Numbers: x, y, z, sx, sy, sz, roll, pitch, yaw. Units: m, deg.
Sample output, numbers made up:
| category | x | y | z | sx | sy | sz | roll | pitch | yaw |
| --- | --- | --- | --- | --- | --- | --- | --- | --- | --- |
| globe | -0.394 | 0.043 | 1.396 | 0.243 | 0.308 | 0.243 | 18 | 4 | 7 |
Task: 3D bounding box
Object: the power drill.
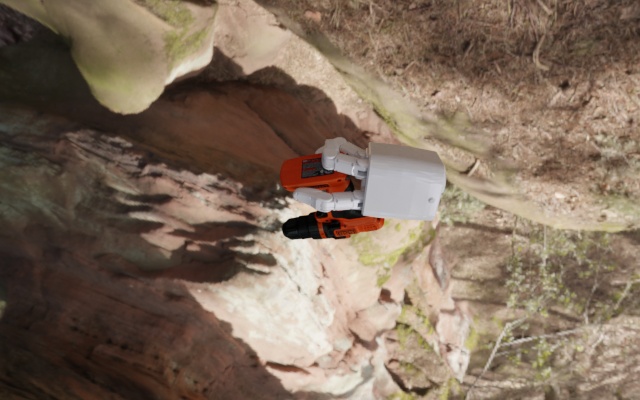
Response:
| category | x | y | z | sx | sy | sz | roll | pitch | yaw |
| --- | --- | --- | --- | --- | --- | --- | --- | --- | --- |
| power drill | 0.000 | 0.002 | 0.782 | 0.184 | 0.057 | 0.188 | -10 | -34 | 13 |
